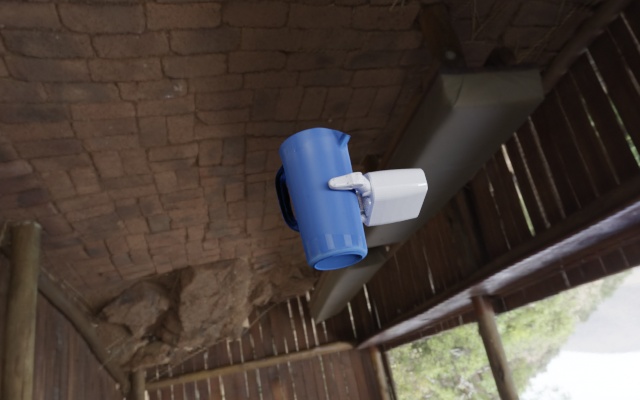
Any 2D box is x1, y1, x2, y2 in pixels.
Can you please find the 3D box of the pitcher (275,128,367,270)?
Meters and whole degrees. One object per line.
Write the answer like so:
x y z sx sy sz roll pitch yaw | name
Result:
0.000 0.003 0.887 0.145 0.242 0.149 -8 -23 -10 | pitcher
